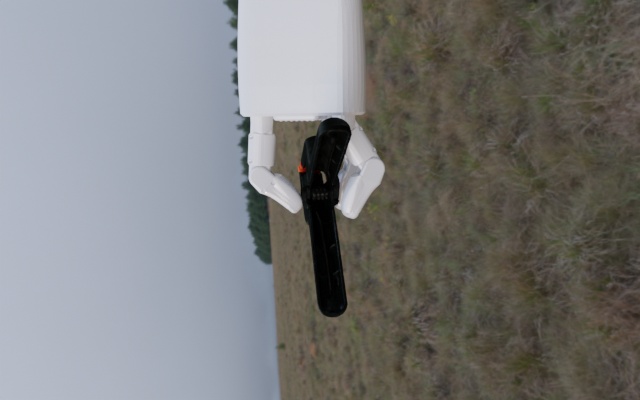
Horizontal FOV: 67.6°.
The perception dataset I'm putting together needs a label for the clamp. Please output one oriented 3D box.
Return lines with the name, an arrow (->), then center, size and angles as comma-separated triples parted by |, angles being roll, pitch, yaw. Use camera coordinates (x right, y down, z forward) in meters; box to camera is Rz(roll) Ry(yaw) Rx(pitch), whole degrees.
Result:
clamp -> -0.001, 0.001, 0.458 | 0.036, 0.164, 0.210 | -1, 11, -7
